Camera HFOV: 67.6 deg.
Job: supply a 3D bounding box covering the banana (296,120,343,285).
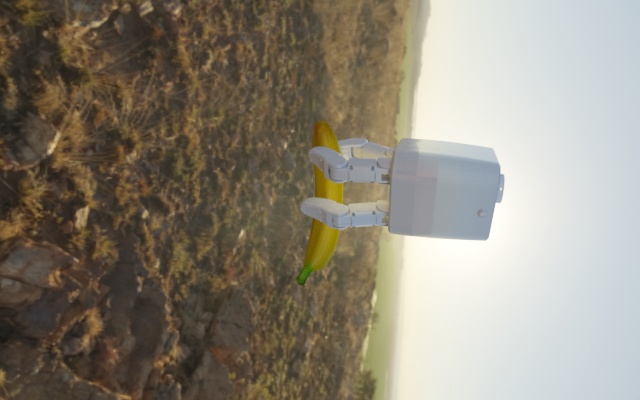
[{"bbox_3d":[0.005,0.002,0.582,0.037,0.198,0.069,9,12,16],"label":"banana"}]
